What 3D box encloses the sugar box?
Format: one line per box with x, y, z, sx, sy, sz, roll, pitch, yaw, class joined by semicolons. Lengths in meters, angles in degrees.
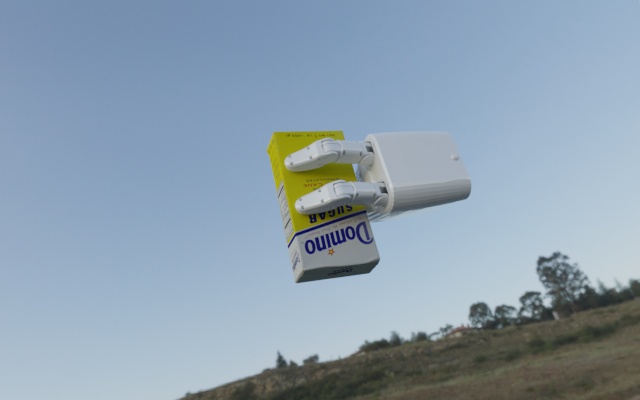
0.000;0.001;0.553;0.093;0.176;0.048;-5;-29;-21;sugar box
